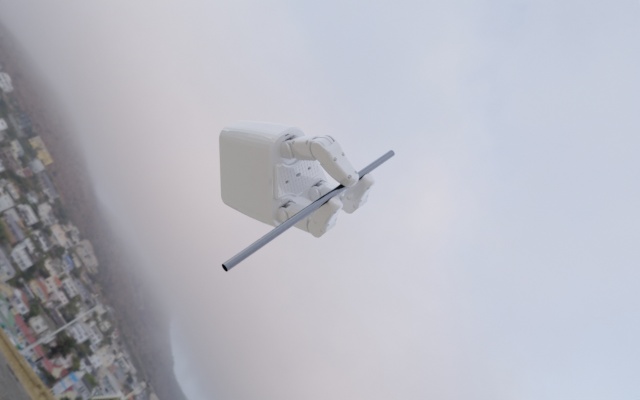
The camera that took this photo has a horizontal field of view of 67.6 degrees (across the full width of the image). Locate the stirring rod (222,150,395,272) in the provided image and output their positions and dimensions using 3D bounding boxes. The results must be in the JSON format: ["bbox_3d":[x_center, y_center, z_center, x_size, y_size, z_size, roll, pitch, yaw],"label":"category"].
[{"bbox_3d":[0.000,0.002,0.472,0.239,0.011,0.011,-34,21,-35],"label":"stirring rod"}]
